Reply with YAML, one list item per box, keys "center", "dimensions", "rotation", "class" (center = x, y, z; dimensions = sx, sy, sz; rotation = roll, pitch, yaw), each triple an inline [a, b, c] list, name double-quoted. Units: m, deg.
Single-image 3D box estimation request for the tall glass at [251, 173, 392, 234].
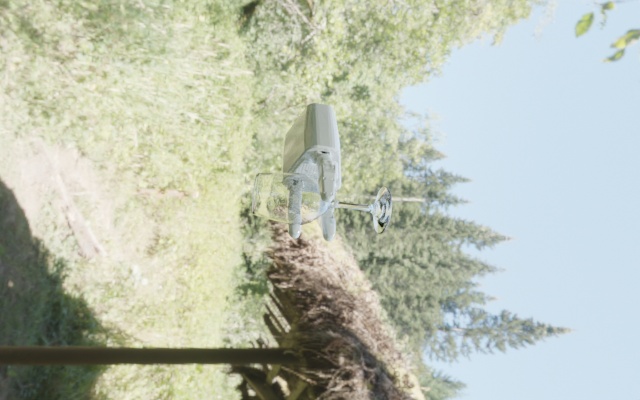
- center: [0.001, 0.003, 0.718]
  dimensions: [0.201, 0.079, 0.079]
  rotation: [7, -2, -13]
  class: "tall glass"
